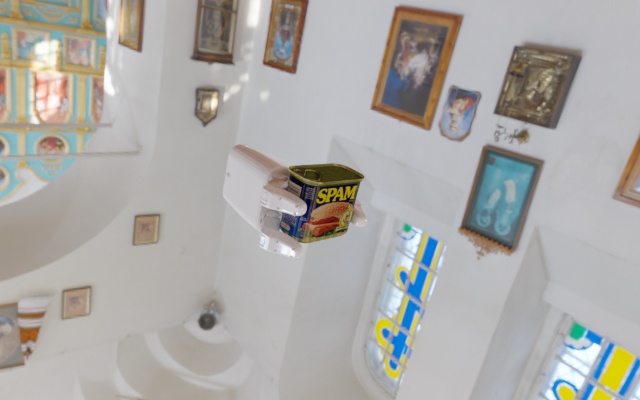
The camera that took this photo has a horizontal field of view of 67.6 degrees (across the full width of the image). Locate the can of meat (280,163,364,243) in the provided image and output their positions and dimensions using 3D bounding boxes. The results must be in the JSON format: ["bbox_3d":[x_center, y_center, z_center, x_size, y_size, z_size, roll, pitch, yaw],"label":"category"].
[{"bbox_3d":[0.000,0.002,0.614,0.102,0.084,0.057,-7,29,-44],"label":"can of meat"}]
